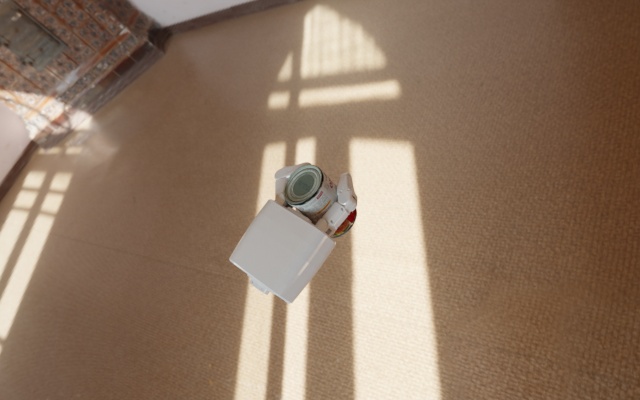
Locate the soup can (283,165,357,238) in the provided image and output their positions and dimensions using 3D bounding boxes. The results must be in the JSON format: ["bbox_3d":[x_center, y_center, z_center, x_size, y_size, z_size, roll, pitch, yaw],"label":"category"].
[{"bbox_3d":[0.000,0.002,0.698,0.068,0.068,0.102,0,-30,37],"label":"soup can"}]
